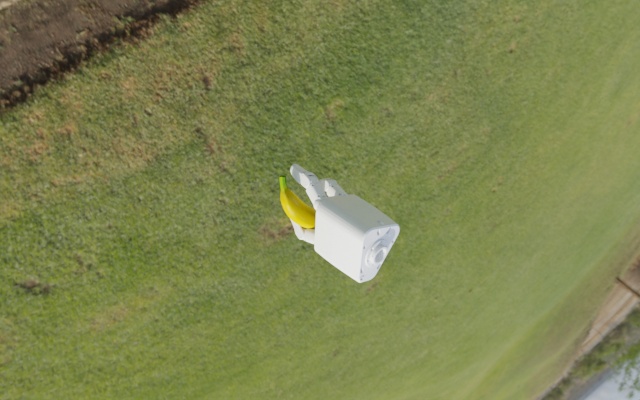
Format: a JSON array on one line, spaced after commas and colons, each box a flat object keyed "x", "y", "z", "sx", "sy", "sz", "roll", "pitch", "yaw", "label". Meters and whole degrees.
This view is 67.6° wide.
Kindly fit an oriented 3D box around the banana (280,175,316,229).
[{"x": -0.009, "y": 0.019, "z": 0.858, "sx": 0.037, "sy": 0.069, "sz": 0.198, "roll": 19, "pitch": -5, "yaw": 42, "label": "banana"}]
